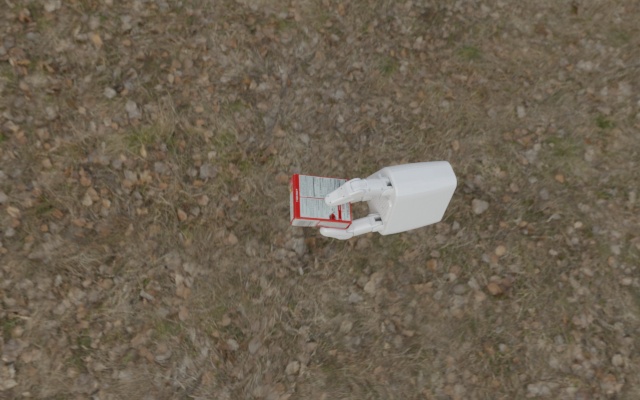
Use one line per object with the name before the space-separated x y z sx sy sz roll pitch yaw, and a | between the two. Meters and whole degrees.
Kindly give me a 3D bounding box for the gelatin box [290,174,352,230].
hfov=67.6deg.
gelatin box | 0.000 0.002 0.705 0.089 0.073 0.030 5 -27 -17
